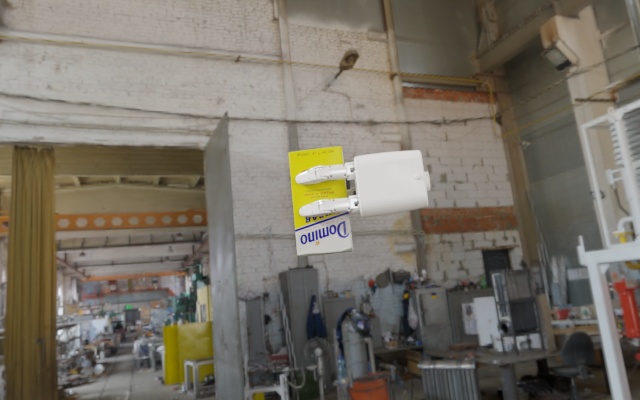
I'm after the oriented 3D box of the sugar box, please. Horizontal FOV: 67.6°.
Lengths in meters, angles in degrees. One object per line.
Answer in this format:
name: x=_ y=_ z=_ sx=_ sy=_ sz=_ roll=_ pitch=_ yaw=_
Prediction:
sugar box: x=0.000 y=0.002 z=0.803 sx=0.093 sy=0.176 sz=0.048 roll=-7 pitch=-11 yaw=5
